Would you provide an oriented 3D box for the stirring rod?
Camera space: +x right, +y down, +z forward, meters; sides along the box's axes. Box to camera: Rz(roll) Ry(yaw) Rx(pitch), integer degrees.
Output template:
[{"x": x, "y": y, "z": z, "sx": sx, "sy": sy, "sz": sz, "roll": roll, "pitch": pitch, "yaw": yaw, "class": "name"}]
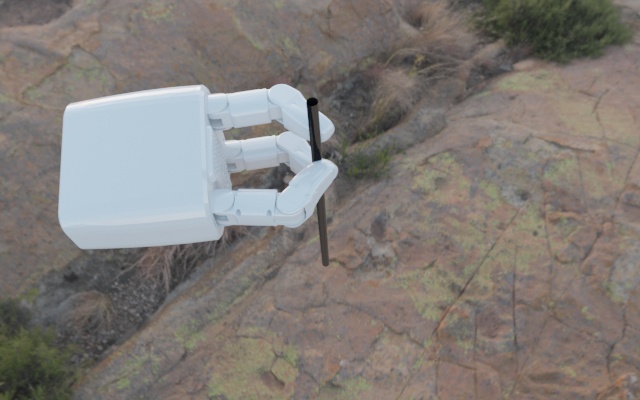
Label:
[{"x": 0.000, "y": 0.001, "z": 0.415, "sx": 0.011, "sy": 0.011, "sz": 0.240, "roll": 0, "pitch": -33, "yaw": 3, "class": "stirring rod"}]
